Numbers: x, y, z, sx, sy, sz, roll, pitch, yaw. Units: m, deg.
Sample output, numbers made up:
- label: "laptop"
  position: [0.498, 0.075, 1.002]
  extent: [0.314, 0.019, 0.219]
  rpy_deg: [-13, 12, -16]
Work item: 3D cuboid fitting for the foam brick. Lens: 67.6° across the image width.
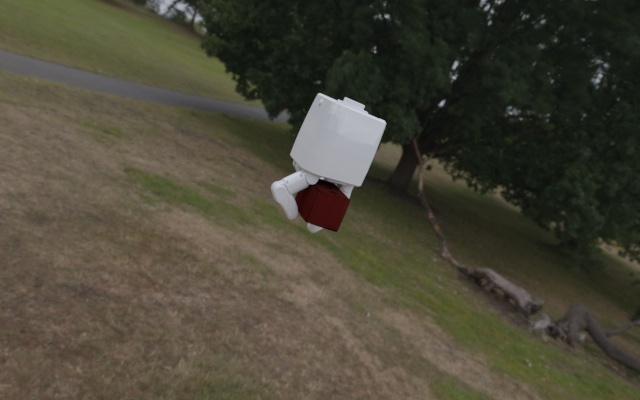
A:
- label: "foam brick"
  position: [0.000, 0.003, 0.700]
  extent: [0.053, 0.051, 0.078]
  rpy_deg: [18, 14, -24]
